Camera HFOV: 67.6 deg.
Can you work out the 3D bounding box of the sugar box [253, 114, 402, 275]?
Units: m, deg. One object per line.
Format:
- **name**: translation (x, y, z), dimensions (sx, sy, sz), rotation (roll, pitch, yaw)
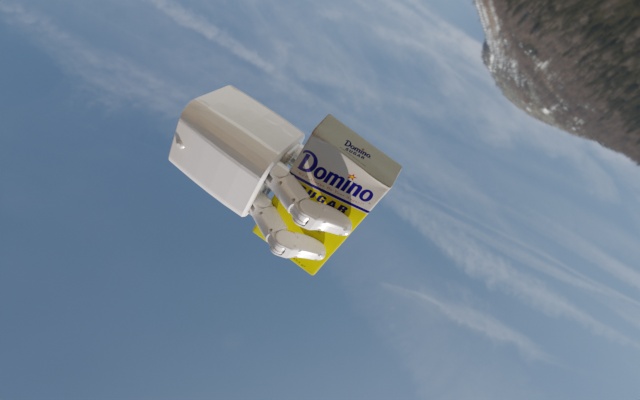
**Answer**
- **sugar box**: translation (0.000, 0.002, 0.515), dimensions (0.093, 0.048, 0.176), rotation (35, -43, 0)
